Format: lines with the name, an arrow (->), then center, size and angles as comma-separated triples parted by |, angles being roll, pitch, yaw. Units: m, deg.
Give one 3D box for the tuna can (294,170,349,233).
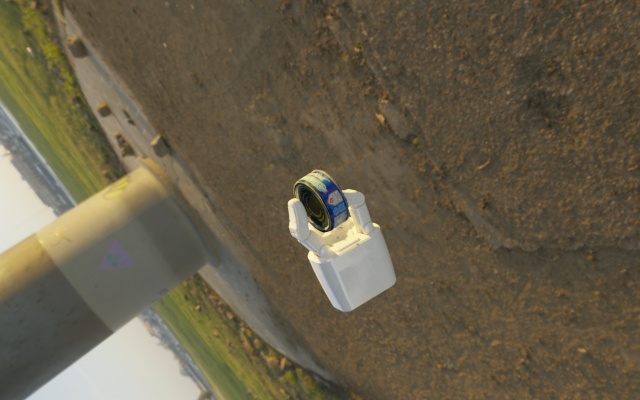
tuna can -> 0.000, 0.002, 0.671 | 0.033, 0.086, 0.086 | -32, 15, -25
